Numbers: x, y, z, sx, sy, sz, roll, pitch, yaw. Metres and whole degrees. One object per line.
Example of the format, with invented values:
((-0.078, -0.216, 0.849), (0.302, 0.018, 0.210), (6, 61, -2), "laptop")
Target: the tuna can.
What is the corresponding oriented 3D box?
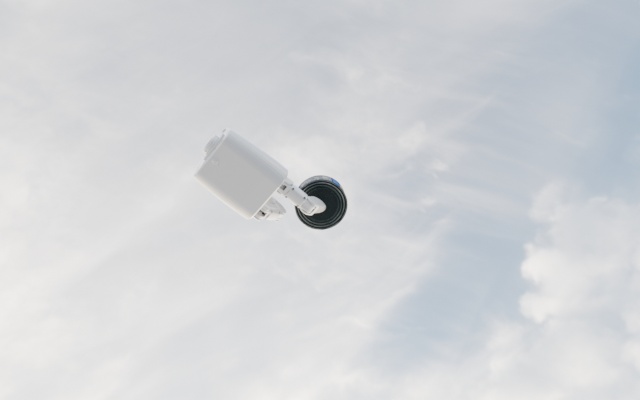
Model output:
((0.000, 0.002, 0.782), (0.086, 0.086, 0.033), (0, 20, -4), "tuna can")
